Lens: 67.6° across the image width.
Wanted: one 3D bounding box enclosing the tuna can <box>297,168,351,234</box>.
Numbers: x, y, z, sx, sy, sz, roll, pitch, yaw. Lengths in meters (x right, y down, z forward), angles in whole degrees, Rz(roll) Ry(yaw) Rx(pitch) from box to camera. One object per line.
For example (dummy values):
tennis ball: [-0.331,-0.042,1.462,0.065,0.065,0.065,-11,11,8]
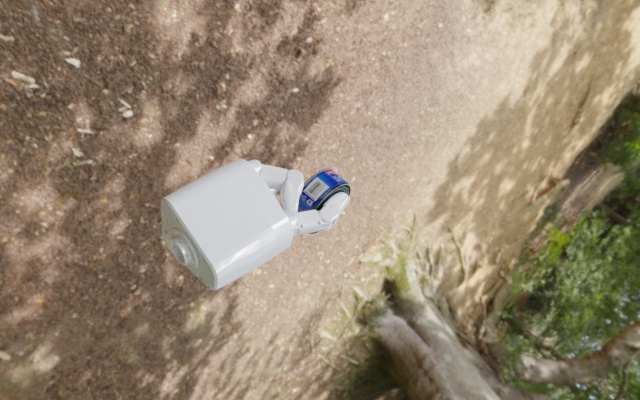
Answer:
tuna can: [0.001,0.002,0.626,0.033,0.086,0.086,40,17,21]
